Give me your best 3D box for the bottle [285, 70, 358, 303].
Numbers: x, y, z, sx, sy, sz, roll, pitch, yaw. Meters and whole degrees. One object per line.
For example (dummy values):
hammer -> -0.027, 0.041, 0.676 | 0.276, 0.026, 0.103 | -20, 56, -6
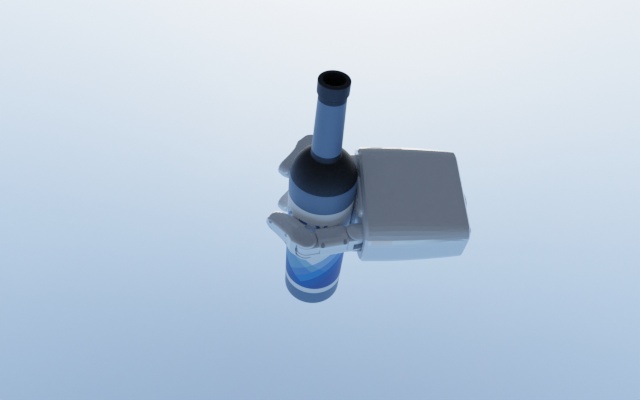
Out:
bottle -> 0.000, 0.002, 0.487 | 0.069, 0.069, 0.296 | 0, -42, -6
